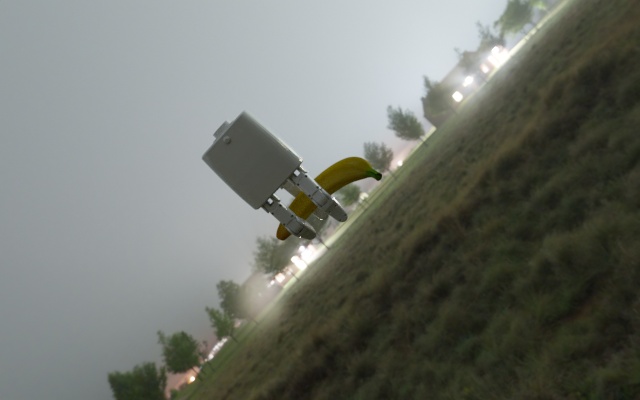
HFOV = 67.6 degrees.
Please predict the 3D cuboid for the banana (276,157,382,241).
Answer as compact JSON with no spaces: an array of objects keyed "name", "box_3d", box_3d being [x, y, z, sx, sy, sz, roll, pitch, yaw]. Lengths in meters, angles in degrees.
[{"name":"banana","box_3d":[0.004,-0.011,0.711,0.198,0.069,0.037,-35,-61,28]}]
